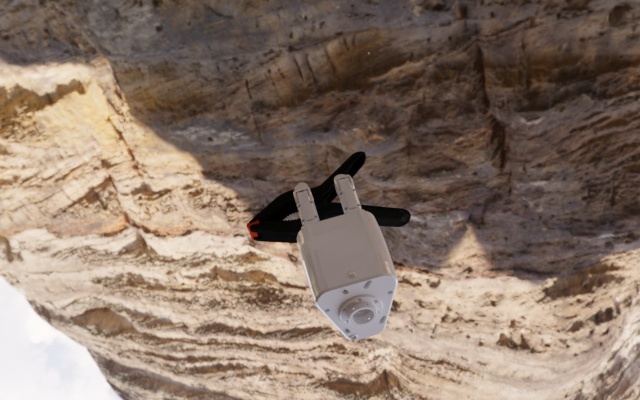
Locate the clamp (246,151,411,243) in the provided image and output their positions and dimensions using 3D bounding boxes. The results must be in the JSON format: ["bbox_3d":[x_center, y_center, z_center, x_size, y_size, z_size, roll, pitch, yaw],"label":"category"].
[{"bbox_3d":[0.000,0.003,0.665,0.210,0.036,0.164,-15,39,-2],"label":"clamp"}]
